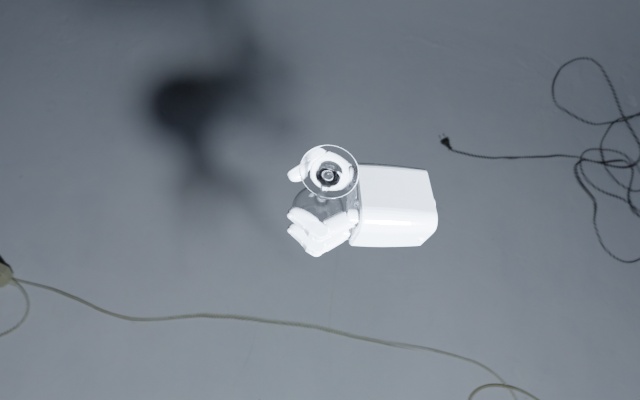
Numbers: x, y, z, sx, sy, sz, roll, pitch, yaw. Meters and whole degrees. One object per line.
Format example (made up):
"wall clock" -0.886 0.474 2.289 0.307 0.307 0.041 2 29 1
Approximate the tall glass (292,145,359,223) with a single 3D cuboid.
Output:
"tall glass" 0.000 0.002 0.674 0.079 0.079 0.201 0 -22 -7
